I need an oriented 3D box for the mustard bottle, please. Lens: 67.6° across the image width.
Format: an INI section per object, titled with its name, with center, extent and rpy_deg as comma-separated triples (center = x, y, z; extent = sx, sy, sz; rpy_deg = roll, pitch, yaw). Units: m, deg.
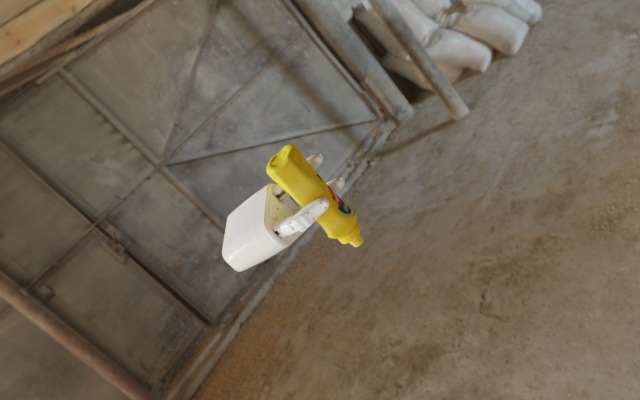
[mustard bottle]
center = 0.000, 0.002, 0.737
extent = 0.058, 0.192, 0.096
rpy_deg = -41, 18, 6
